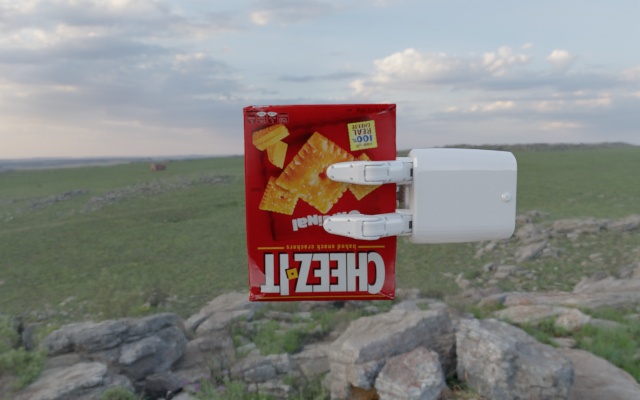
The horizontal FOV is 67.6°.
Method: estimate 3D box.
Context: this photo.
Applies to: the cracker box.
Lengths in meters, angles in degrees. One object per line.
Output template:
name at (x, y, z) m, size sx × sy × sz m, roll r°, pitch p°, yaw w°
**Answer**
cracker box at (0.000, 0.002, 0.534) m, size 0.164 × 0.214 × 0.072 m, roll -1°, pitch 6°, yaw 0°
